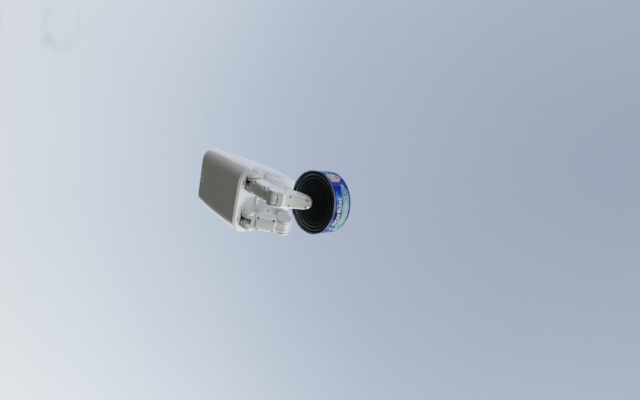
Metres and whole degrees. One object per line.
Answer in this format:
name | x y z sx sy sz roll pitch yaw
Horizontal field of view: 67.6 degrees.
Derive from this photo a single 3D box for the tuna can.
tuna can | 0.001 0.002 0.647 0.034 0.086 0.086 -2 1 -43
